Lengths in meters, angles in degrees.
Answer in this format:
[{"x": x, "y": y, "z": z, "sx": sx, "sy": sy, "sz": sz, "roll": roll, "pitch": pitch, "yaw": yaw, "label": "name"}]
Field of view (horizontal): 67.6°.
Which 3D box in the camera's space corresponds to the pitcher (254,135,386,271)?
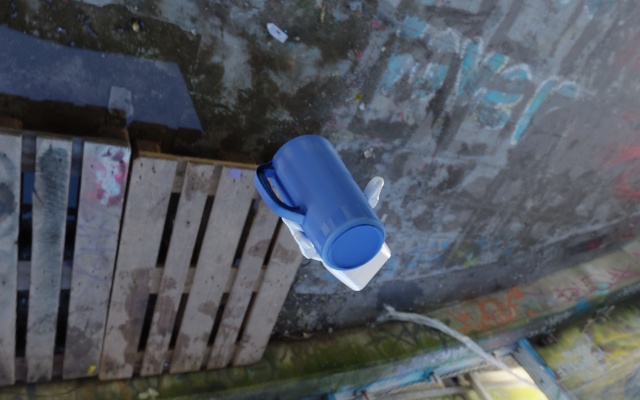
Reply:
[{"x": 0.000, "y": 0.003, "z": 0.806, "sx": 0.145, "sy": 0.149, "sz": 0.242, "roll": 50, "pitch": 5, "yaw": -43, "label": "pitcher"}]
